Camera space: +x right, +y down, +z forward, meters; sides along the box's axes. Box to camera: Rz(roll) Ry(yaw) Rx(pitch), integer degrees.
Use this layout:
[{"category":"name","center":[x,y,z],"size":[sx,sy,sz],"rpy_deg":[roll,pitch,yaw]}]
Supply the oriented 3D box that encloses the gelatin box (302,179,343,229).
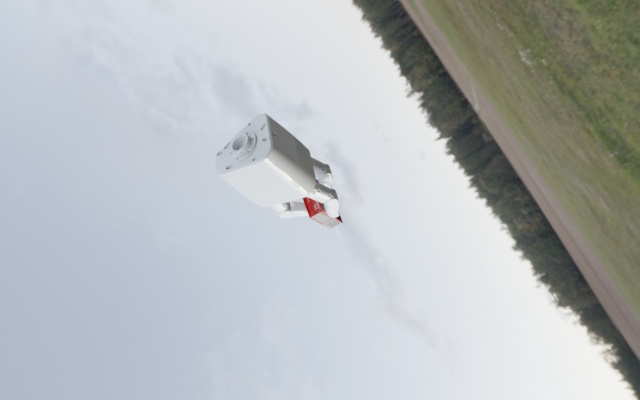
[{"category":"gelatin box","center":[0.000,0.003,0.825],"size":[0.030,0.073,0.089],"rpy_deg":[-28,-27,16]}]
